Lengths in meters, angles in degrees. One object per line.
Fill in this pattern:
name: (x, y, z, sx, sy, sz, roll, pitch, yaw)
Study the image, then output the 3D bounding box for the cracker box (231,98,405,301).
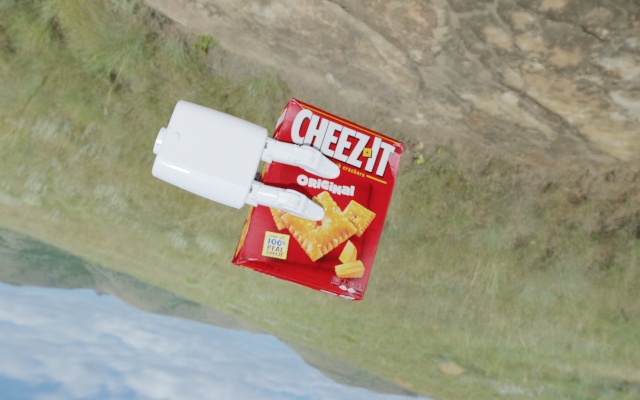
cracker box: (0.000, 0.002, 0.605, 0.164, 0.213, 0.072, 20, -11, -14)
